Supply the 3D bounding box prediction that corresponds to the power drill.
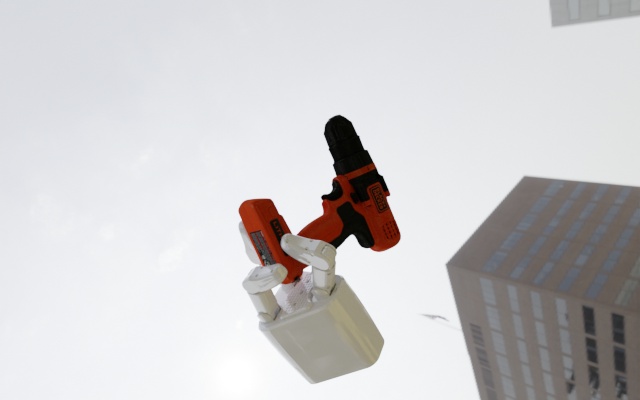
[{"bbox_3d":[0.000,0.002,0.577,0.187,0.184,0.057,-25,2,-30],"label":"power drill"}]
